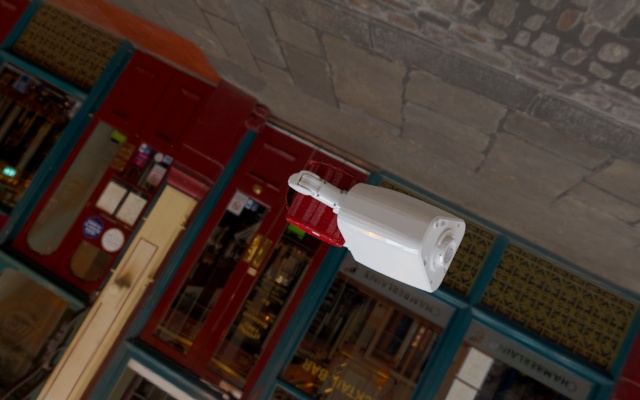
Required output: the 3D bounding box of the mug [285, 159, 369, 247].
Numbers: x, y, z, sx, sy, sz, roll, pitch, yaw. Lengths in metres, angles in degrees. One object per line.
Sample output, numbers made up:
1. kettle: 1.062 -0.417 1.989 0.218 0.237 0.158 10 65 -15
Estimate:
1. mug: -0.001 0.002 0.605 0.117 0.081 0.093 22 -9 36
